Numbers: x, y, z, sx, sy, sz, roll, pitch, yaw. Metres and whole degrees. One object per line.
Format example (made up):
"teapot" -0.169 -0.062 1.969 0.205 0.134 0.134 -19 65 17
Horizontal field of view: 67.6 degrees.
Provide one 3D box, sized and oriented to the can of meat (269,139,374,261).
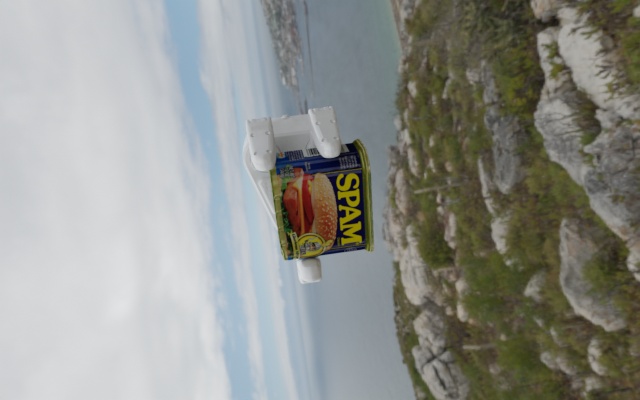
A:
"can of meat" 0.000 0.002 0.430 0.084 0.102 0.057 -8 26 -5
